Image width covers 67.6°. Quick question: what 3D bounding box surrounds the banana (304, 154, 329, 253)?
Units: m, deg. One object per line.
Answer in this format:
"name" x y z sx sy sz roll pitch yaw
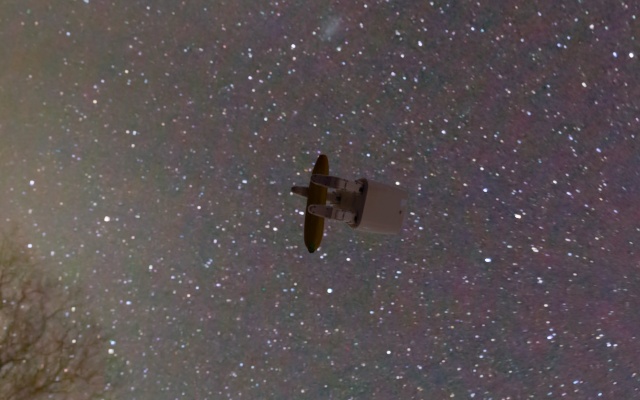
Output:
"banana" -0.006 0.012 0.899 0.037 0.197 0.070 11 -23 -14
